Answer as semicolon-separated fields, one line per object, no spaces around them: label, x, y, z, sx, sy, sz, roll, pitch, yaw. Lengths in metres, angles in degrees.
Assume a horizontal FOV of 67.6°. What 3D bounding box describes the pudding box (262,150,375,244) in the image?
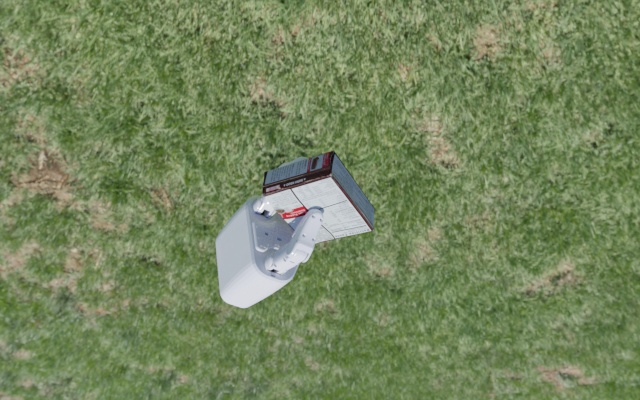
pudding box;0.000;0.002;0.545;0.090;0.039;0.113;-16;-41;24
